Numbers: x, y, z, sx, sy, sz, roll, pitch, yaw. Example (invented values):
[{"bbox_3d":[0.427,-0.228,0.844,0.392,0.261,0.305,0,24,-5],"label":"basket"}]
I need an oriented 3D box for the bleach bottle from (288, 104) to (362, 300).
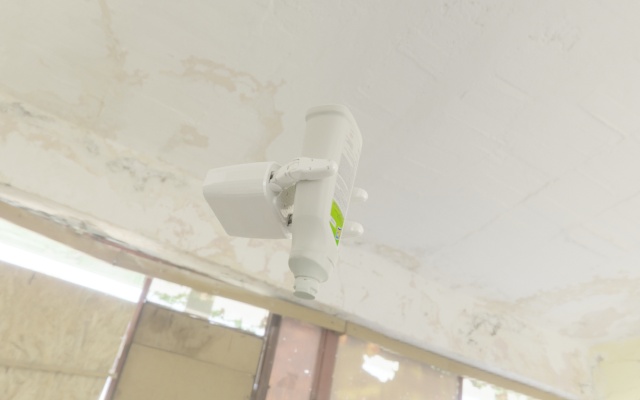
[{"bbox_3d":[0.000,0.002,0.625,0.068,0.250,0.103,-2,-31,24],"label":"bleach bottle"}]
